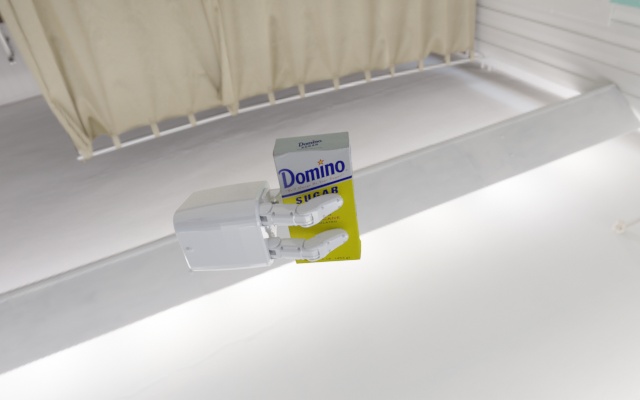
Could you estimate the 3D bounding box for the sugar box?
[{"bbox_3d":[0.000,0.002,0.615,0.093,0.176,0.048,-6,37,6],"label":"sugar box"}]
